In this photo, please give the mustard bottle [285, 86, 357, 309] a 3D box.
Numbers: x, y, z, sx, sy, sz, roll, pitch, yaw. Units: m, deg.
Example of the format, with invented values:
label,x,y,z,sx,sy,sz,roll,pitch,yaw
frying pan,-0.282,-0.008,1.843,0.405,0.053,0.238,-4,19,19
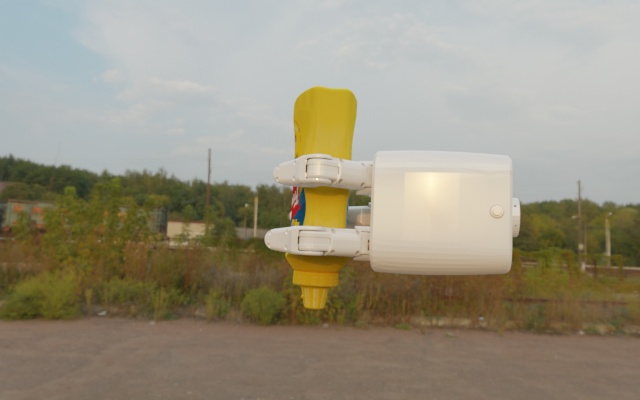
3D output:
label,x,y,z,sx,sy,sz,roll,pitch,yaw
mustard bottle,0.000,0.001,0.437,0.058,0.191,0.096,4,-6,-10
